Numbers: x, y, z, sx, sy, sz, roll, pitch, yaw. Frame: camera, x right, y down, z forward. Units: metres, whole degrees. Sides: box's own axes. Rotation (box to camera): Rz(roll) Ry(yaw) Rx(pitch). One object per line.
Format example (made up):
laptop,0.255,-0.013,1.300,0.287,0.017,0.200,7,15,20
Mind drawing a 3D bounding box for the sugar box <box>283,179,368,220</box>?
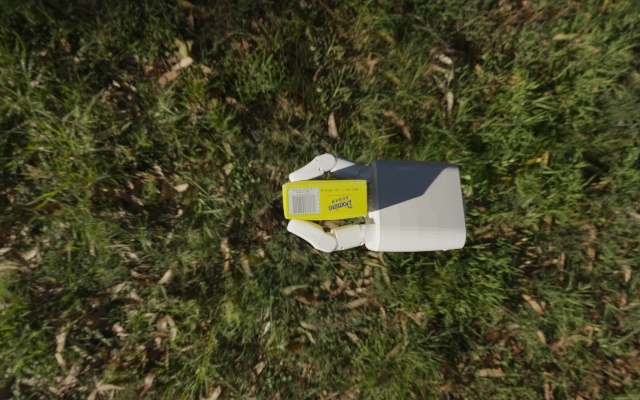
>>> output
sugar box,0.000,0.003,0.601,0.093,0.048,0.176,-1,-4,-3
